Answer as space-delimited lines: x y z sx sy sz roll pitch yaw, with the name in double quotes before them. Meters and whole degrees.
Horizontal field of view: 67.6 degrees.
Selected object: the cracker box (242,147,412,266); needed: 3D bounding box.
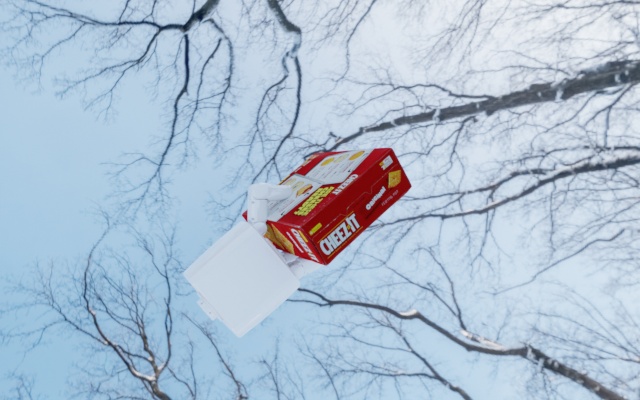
"cracker box" 0.000 0.002 0.677 0.164 0.072 0.213 -41 21 -20
